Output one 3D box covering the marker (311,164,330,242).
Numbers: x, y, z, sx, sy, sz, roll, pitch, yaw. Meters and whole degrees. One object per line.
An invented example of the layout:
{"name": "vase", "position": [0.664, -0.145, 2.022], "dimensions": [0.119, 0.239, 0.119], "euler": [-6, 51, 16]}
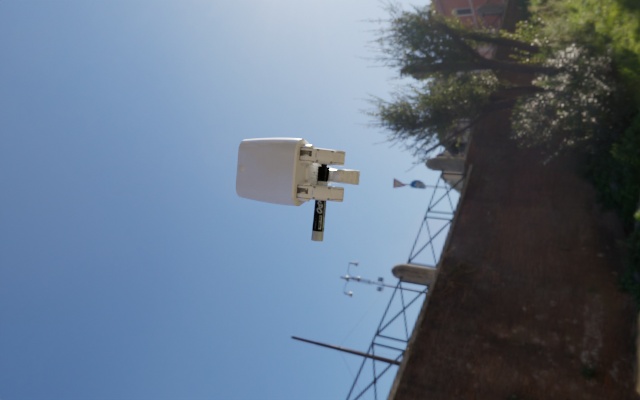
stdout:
{"name": "marker", "position": [0.000, 0.002, 0.739], "dimensions": [0.020, 0.121, 0.020], "euler": [5, 1, 0]}
